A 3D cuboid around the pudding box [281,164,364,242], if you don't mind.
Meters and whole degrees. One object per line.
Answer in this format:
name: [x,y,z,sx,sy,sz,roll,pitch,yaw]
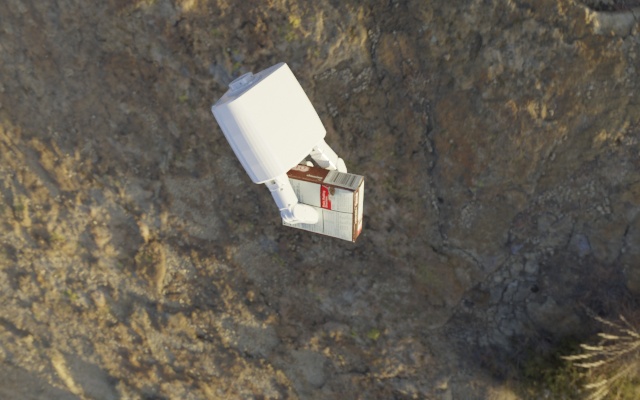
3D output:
pudding box: [0.000,0.002,0.650,0.113,0.090,0.039,13,40,19]
